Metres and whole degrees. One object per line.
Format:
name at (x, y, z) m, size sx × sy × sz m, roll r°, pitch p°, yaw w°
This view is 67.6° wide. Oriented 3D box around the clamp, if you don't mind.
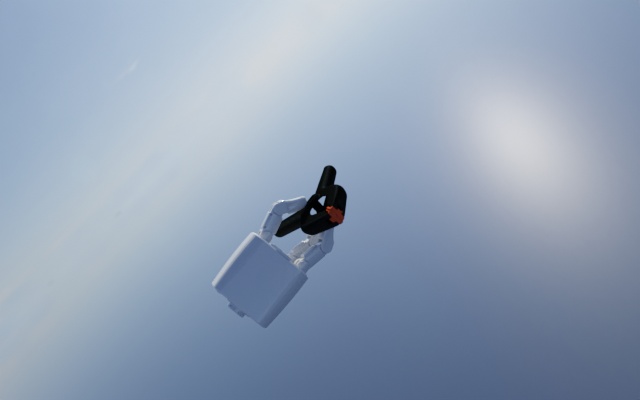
clamp at (0.000, 0.002, 0.793) m, size 0.036 × 0.164 × 0.210 m, roll 41°, pitch -12°, yaw -17°
